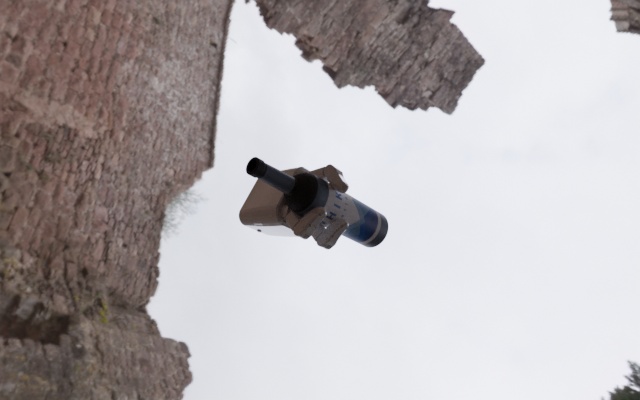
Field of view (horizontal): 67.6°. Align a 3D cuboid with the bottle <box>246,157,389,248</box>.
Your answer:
[{"bbox_3d":[0.000,0.003,0.767,0.069,0.069,0.296,0,-21,44],"label":"bottle"}]
